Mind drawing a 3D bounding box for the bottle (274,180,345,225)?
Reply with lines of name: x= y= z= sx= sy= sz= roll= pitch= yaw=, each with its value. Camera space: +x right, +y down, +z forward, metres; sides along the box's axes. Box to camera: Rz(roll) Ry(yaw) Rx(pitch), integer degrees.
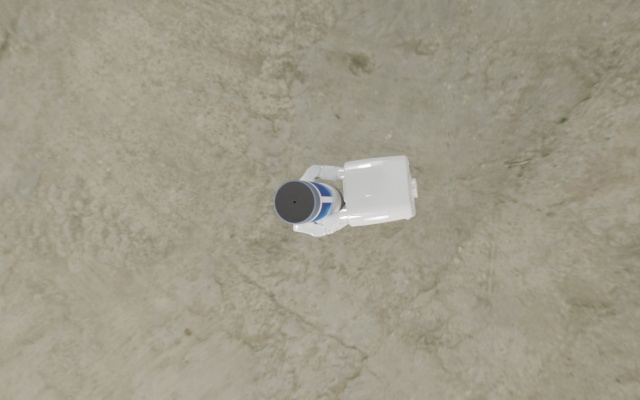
bottle: x=0.000 y=0.003 z=0.846 sx=0.069 sy=0.069 sz=0.296 roll=0 pitch=0 yaw=15
